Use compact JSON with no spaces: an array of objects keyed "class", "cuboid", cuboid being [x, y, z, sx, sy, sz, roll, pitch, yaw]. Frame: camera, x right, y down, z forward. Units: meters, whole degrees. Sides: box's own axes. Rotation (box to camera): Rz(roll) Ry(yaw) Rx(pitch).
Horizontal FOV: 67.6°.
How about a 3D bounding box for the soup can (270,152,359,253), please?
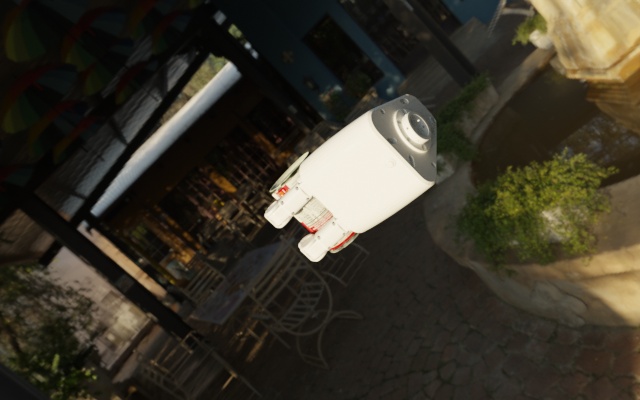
[{"class":"soup can","cuboid":[0.000,0.002,0.553,0.102,0.068,0.068,44,-10,-10]}]
